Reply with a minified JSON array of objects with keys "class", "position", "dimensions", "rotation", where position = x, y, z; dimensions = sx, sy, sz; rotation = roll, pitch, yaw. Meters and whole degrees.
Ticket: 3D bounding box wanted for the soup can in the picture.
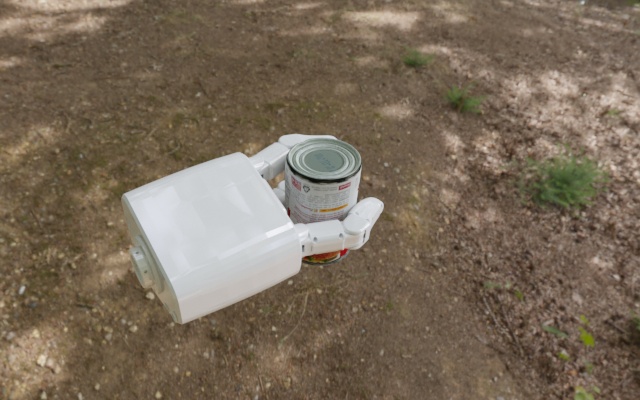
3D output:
[{"class":"soup can","position":[0.001,0.001,0.446],"dimensions":[0.068,0.102,0.068],"rotation":[3,39,-2]}]
